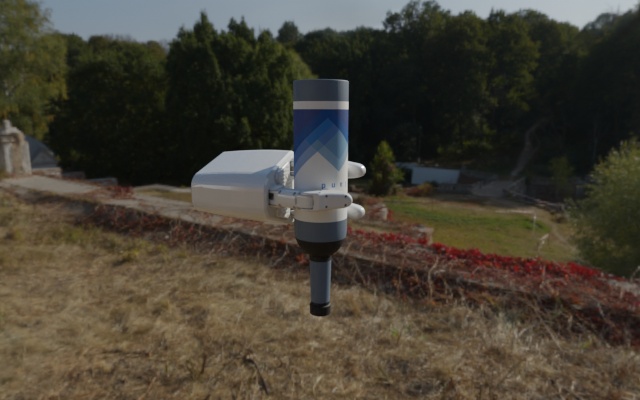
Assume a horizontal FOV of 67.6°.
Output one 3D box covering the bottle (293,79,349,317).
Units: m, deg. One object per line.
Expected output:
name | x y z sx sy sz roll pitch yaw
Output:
bottle | 0.000 0.002 0.597 0.069 0.296 0.069 0 11 0
